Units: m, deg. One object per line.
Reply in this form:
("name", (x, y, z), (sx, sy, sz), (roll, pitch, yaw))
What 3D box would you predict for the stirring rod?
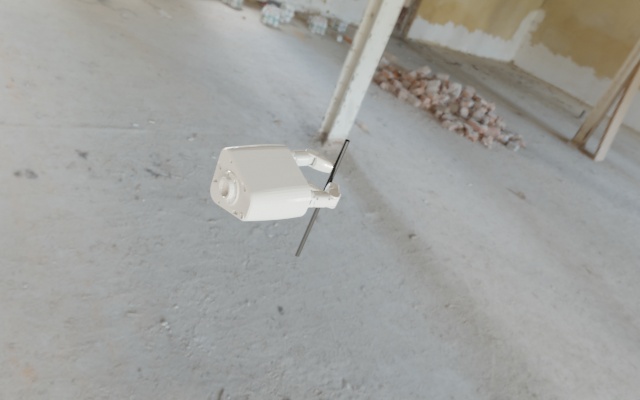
("stirring rod", (0.000, 0.003, 0.804), (0.011, 0.240, 0.011), (18, 30, -10))
